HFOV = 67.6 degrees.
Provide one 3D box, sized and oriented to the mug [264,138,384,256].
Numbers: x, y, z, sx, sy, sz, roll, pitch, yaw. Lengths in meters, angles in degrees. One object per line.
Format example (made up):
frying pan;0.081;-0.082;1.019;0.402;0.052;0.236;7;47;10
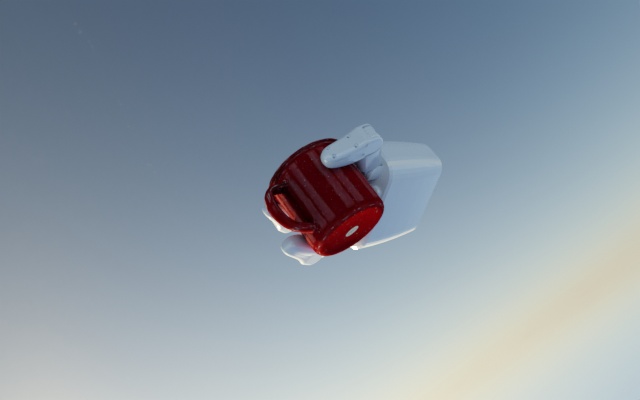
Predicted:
mug;-0.001;0.002;0.460;0.117;0.081;0.093;-10;-36;-45
